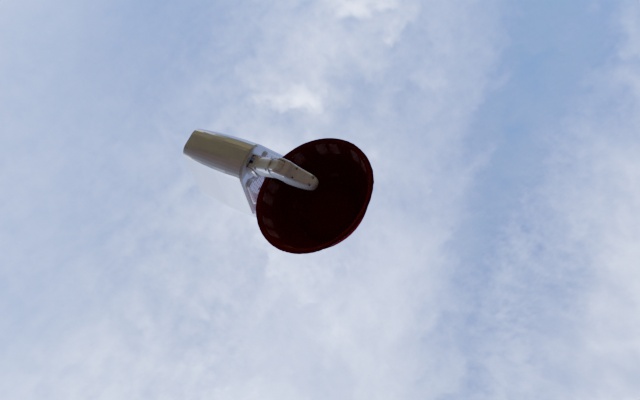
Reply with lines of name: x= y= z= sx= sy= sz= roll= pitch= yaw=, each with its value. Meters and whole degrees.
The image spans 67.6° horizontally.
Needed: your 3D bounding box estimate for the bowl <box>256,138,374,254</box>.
bowl: x=0.001 y=0.003 z=0.606 sx=0.162 sy=0.162 sz=0.055 roll=0 pitch=-27 yaw=29
